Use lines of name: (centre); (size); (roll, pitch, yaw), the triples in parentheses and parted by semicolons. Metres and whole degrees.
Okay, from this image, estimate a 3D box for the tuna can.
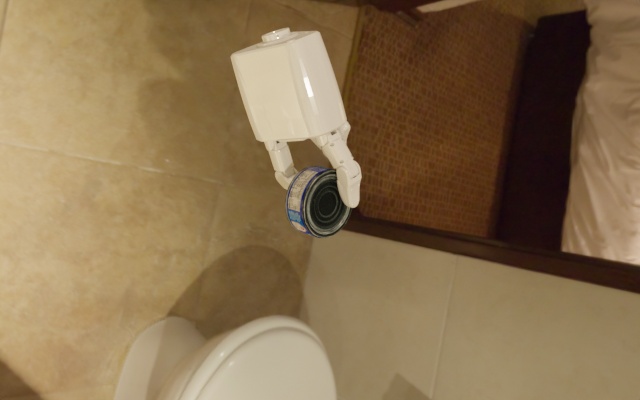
tuna can: (0.001, 0.002, 0.581); (0.086, 0.086, 0.033); (0, 10, -44)
